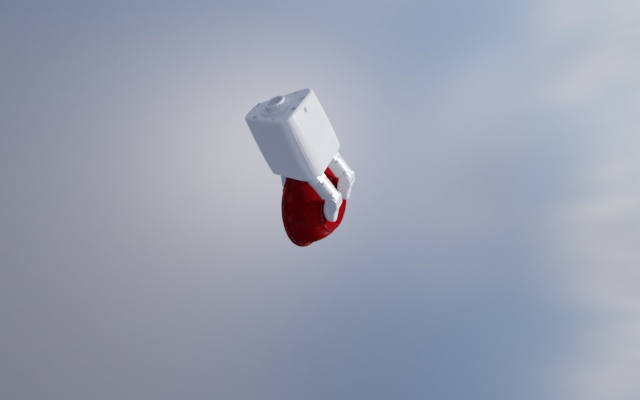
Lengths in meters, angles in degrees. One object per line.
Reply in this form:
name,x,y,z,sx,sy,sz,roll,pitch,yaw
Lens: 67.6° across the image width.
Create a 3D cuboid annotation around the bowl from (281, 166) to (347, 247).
bowl,0.001,0.003,0.814,0.055,0.162,0.162,7,3,29
